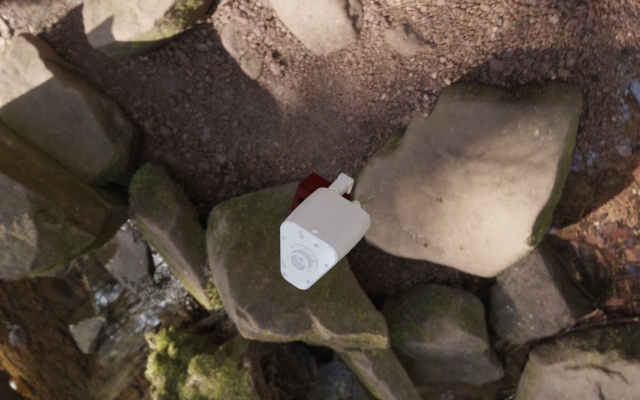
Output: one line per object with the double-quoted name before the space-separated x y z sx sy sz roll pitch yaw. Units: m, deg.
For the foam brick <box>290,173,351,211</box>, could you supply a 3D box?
"foam brick" 0.000 0.002 0.769 0.078 0.053 0.051 31 39 13
